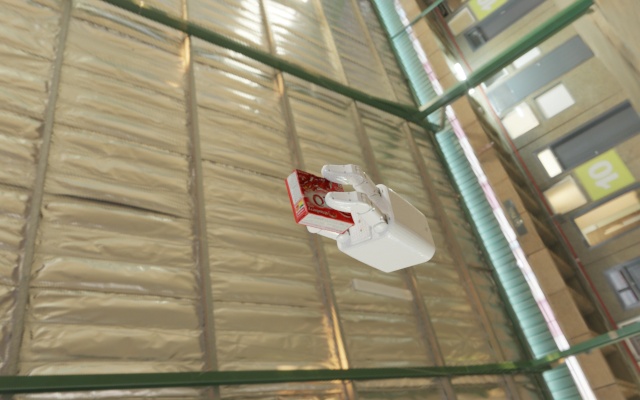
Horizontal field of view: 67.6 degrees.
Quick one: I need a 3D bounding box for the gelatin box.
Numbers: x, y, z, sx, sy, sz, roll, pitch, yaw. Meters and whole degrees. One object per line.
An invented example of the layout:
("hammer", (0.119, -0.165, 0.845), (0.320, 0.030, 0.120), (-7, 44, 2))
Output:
("gelatin box", (0.000, 0.002, 0.652), (0.089, 0.073, 0.030), (15, -45, -39))
